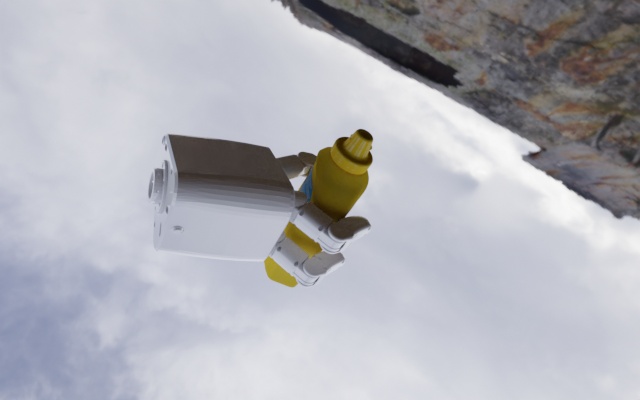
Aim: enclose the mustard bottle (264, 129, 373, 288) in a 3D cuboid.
[{"bbox_3d":[0.000,0.002,0.500,0.058,0.192,0.096,24,39,-10],"label":"mustard bottle"}]
